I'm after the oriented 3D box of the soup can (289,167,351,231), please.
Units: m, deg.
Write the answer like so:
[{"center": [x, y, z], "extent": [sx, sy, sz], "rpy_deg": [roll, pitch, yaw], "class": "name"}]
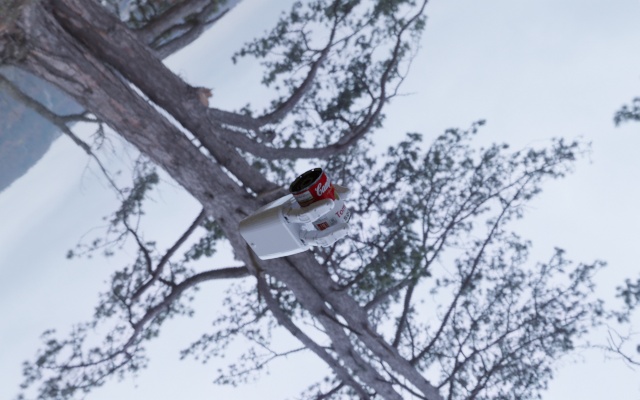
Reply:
[{"center": [0.001, 0.003, 0.833], "extent": [0.068, 0.102, 0.068], "rpy_deg": [-28, 24, 14], "class": "soup can"}]
